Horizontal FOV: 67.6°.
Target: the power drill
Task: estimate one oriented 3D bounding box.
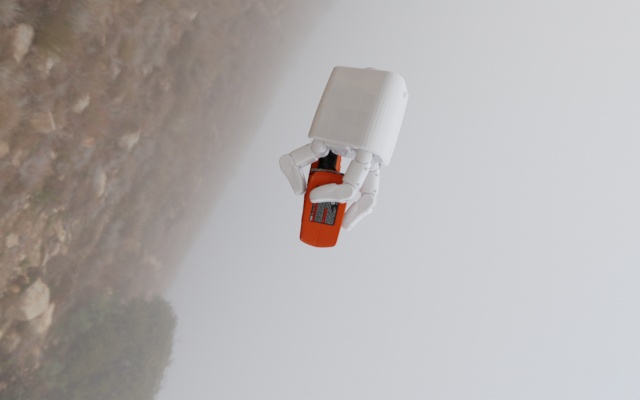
[{"bbox_3d":[0.000,0.002,0.724,0.057,0.184,0.187,8,17,-4],"label":"power drill"}]
